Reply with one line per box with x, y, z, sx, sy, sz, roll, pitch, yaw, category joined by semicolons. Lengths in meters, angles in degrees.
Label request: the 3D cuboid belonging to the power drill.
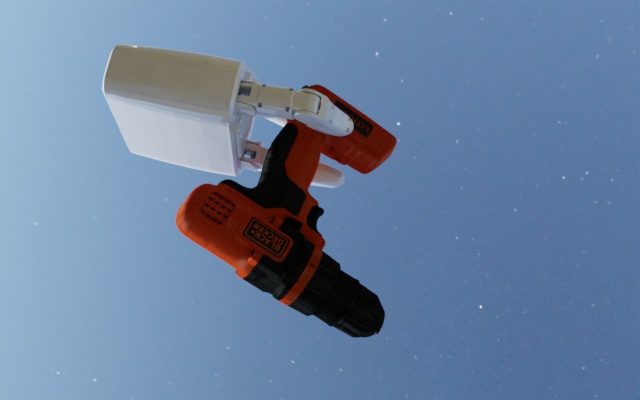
0.000;0.001;0.412;0.184;0.187;0.057;35;-35;-8;power drill
